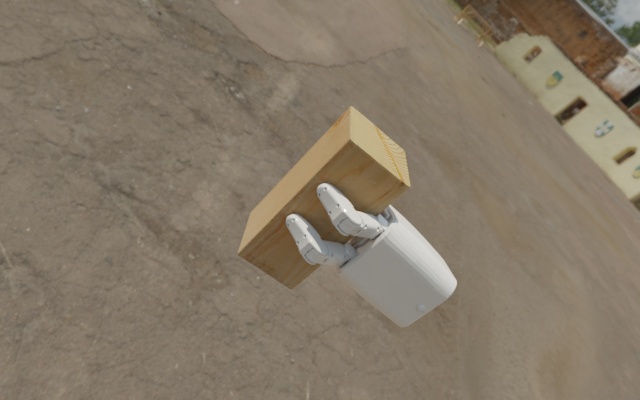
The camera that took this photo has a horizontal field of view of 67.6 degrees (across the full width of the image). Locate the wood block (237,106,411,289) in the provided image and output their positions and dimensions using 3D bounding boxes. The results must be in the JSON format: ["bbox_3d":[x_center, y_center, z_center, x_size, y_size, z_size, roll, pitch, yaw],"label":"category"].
[{"bbox_3d":[0.001,0.002,0.577,0.090,0.206,0.090,36,29,-18],"label":"wood block"}]
